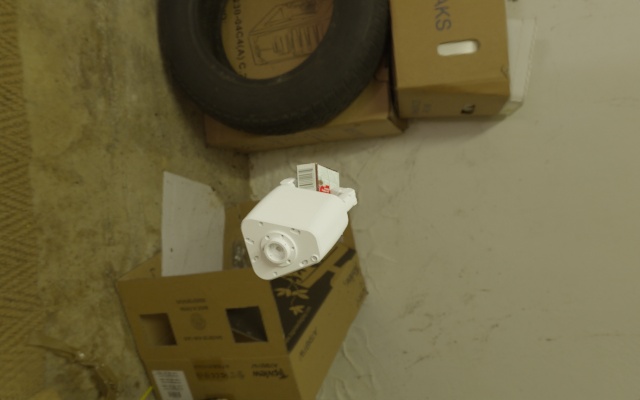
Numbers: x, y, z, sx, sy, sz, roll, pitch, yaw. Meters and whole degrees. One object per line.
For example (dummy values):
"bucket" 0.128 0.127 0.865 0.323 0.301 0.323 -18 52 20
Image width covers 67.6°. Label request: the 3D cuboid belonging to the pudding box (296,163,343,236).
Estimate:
"pudding box" 0.000 0.002 0.759 0.039 0.113 0.090 -5 -8 24
